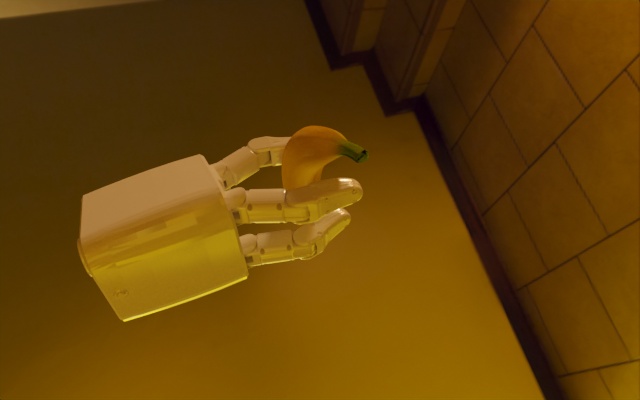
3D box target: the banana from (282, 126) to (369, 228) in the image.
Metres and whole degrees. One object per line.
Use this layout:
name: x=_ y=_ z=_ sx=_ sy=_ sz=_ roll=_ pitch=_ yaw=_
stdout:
banana: x=-0.009 y=-0.015 z=0.440 sx=0.037 sy=0.069 sz=0.198 roll=-28 pitch=-16 yaw=-19
